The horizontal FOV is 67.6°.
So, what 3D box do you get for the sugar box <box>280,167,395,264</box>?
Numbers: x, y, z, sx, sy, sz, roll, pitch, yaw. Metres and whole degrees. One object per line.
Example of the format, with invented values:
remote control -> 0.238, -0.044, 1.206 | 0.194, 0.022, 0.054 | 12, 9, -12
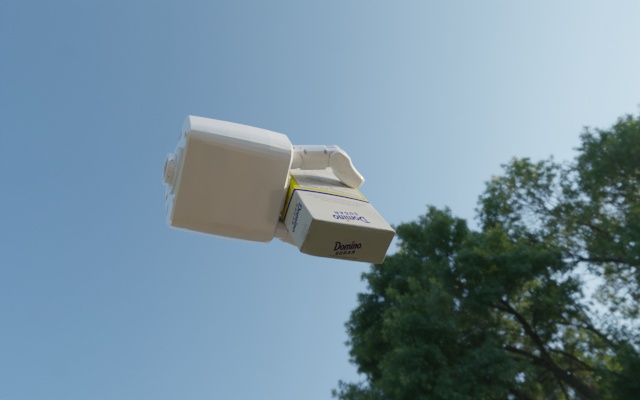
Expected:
sugar box -> 0.000, 0.002, 0.524 | 0.093, 0.048, 0.176 | 10, 25, -24
